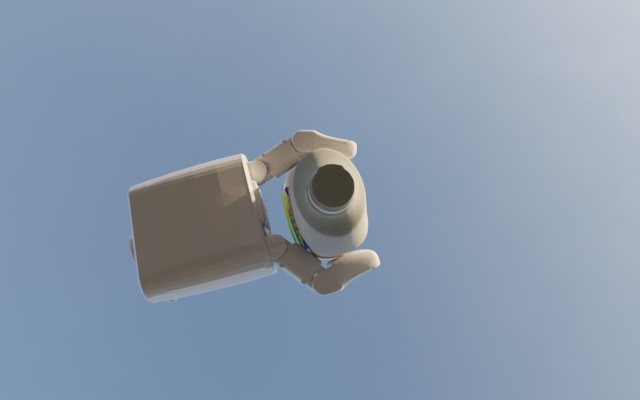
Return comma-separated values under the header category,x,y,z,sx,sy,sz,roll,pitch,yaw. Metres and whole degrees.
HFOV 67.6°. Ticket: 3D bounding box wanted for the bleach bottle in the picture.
category,x,y,z,sx,sy,sz,roll,pitch,yaw
bleach bottle,0.000,0.001,0.424,0.068,0.102,0.251,-16,-8,-5
